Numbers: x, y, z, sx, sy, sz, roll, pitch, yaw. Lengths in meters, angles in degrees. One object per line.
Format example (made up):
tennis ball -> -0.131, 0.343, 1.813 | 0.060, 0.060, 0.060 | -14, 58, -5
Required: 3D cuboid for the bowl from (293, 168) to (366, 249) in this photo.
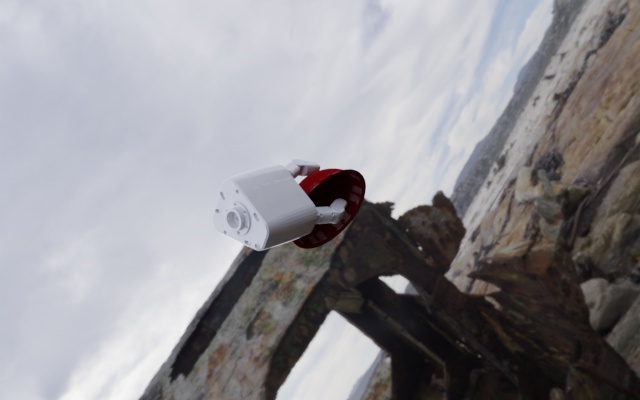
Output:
bowl -> 0.001, 0.003, 0.810 | 0.162, 0.162, 0.055 | 0, 34, -48
